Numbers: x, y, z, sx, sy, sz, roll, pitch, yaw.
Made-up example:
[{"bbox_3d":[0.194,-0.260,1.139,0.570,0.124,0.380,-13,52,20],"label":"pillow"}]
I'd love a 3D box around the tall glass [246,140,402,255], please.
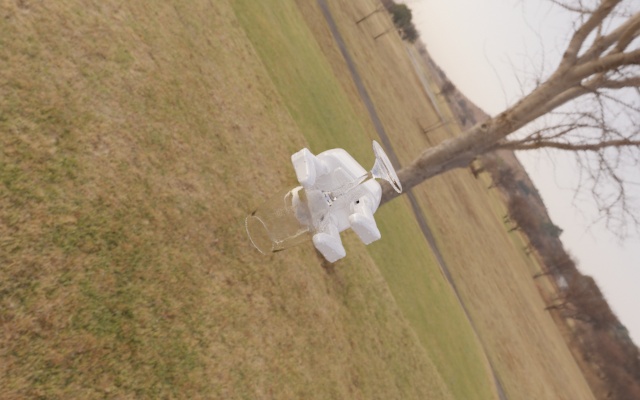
[{"bbox_3d":[0.001,0.002,0.626,0.201,0.079,0.079,-28,-9,17],"label":"tall glass"}]
